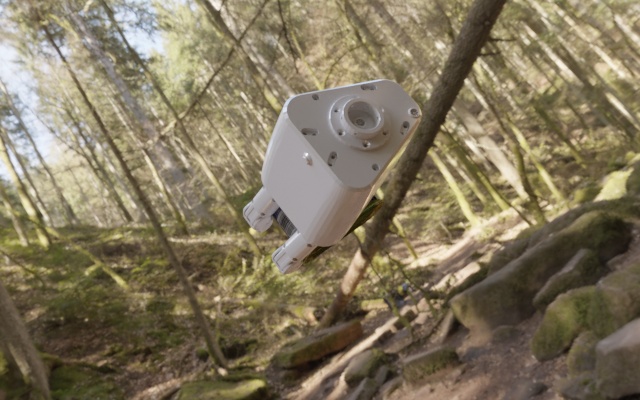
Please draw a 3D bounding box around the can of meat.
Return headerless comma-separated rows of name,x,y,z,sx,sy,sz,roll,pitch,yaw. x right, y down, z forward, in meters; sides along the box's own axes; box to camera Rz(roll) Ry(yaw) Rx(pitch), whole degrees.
can of meat,0.000,0.001,0.501,0.102,0.084,0.057,-33,-13,-23
